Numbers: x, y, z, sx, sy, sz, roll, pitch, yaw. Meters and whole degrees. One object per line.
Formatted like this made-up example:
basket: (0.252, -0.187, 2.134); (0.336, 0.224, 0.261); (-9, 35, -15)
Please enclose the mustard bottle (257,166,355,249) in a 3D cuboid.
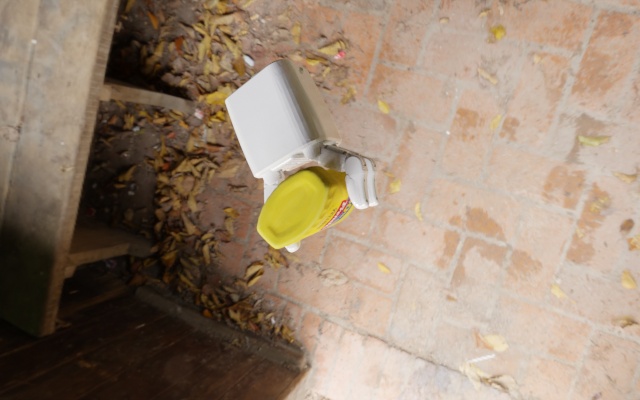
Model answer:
mustard bottle: (0.000, 0.002, 0.577); (0.058, 0.096, 0.191); (43, 16, 11)
